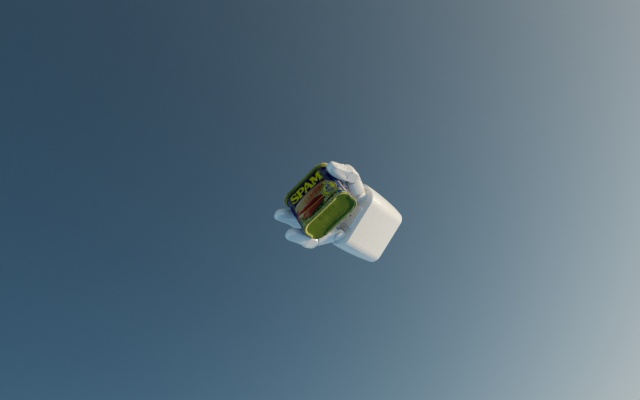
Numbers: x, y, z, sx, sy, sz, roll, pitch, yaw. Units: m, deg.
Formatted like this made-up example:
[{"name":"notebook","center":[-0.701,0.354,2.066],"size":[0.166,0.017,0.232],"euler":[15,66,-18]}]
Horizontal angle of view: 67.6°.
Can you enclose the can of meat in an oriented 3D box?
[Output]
[{"name":"can of meat","center":[0.000,0.003,0.788],"size":[0.057,0.102,0.084],"euler":[37,14,-44]}]
